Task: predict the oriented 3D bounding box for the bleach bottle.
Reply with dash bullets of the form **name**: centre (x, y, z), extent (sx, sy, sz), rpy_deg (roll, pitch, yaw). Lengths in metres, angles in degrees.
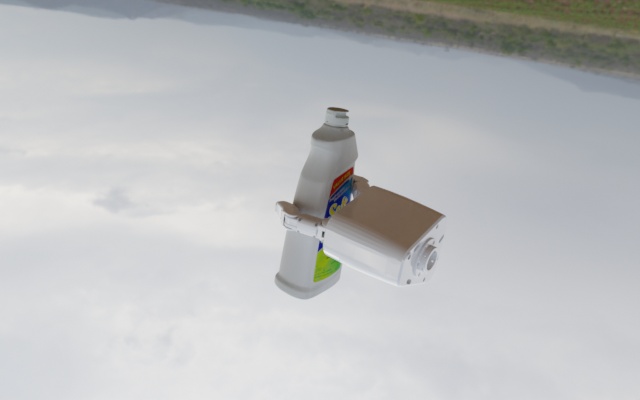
- **bleach bottle**: centre (0.000, 0.002, 0.644), extent (0.068, 0.251, 0.102), rpy_deg (22, 25, 32)
